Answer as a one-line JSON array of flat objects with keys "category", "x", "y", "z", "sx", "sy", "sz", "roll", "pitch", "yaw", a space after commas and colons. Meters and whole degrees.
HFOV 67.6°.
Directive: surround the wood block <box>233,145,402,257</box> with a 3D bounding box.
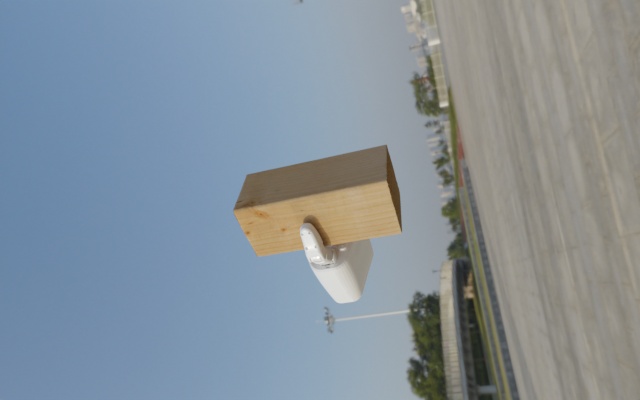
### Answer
[{"category": "wood block", "x": 0.000, "y": 0.003, "z": 0.655, "sx": 0.206, "sy": 0.090, "sz": 0.090, "roll": -11, "pitch": 36, "yaw": 15}]
